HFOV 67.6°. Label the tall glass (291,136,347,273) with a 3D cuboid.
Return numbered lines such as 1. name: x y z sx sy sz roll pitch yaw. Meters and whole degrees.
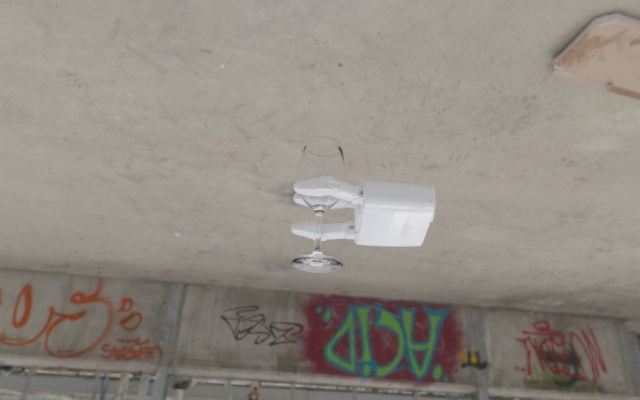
1. tall glass: 0.000 0.003 0.724 0.079 0.201 0.079 2 -26 1
